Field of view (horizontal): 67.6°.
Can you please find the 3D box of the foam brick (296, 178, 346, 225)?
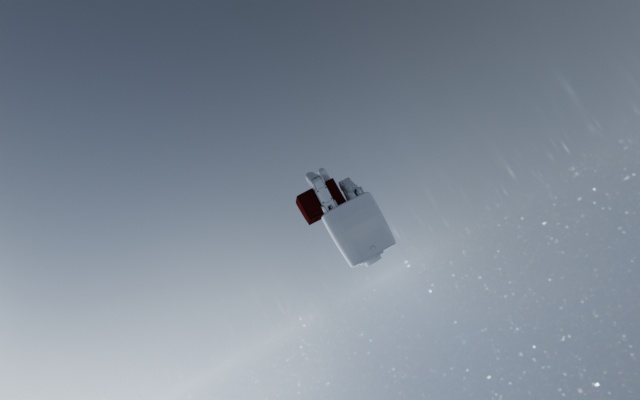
[{"bbox_3d":[0.000,0.003,0.881,0.078,0.051,0.053,-27,-11,-9],"label":"foam brick"}]
